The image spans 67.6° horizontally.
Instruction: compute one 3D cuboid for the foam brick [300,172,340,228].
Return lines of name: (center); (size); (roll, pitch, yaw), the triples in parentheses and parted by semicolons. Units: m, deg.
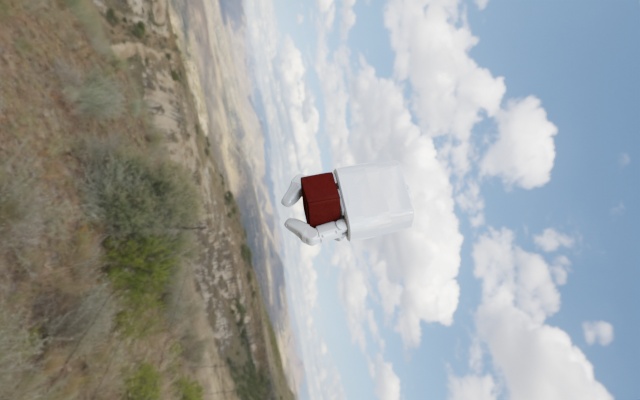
foam brick: (0.000, 0.002, 0.734); (0.051, 0.053, 0.078); (-10, -36, -5)
